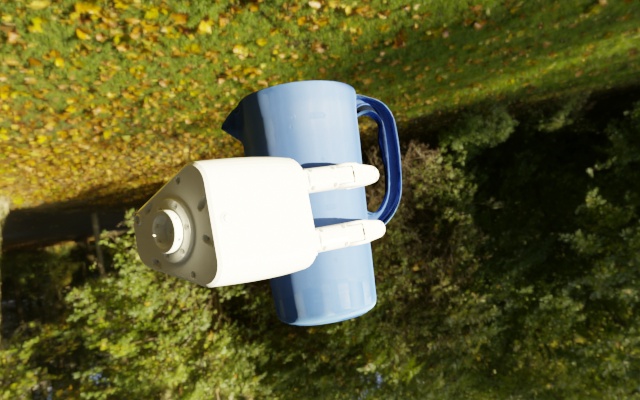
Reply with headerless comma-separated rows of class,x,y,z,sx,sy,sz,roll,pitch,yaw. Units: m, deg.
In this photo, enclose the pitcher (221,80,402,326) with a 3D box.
pitcher,0.000,0.002,0.518,0.149,0.243,0.145,-12,-4,37
